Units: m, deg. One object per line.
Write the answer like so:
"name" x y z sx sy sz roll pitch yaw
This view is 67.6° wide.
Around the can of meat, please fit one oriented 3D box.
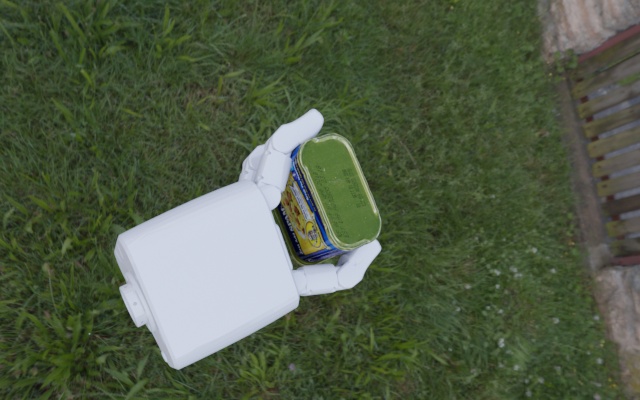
"can of meat" 0.000 0.001 0.419 0.057 0.102 0.084 -21 -4 -28
